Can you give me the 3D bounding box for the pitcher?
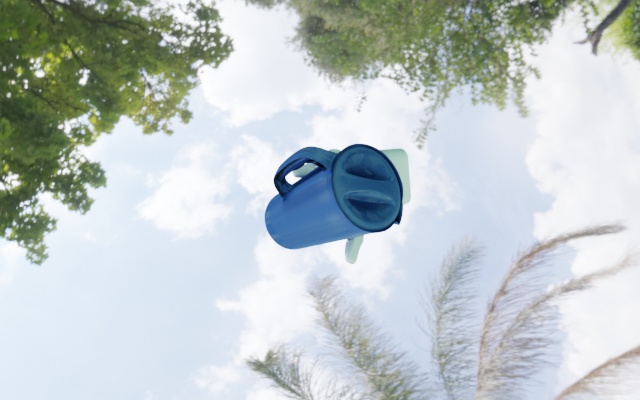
[{"bbox_3d":[0.000,0.003,0.771,0.145,0.149,0.243,-14,-6,-37],"label":"pitcher"}]
